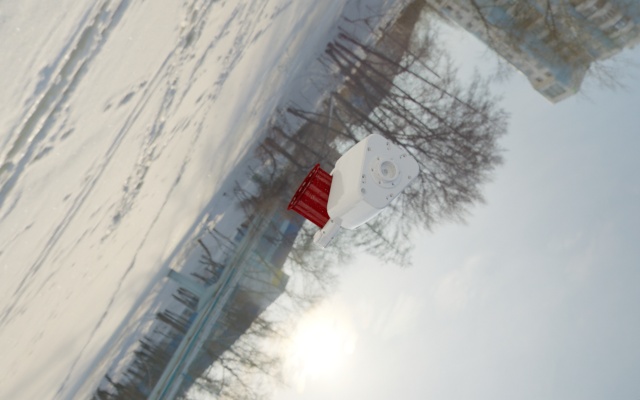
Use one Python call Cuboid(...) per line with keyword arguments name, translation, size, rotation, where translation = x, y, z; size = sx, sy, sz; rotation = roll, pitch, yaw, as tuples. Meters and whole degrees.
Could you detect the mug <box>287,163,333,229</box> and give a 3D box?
Cuboid(name="mug", translation=(0.000, 0.003, 0.796), size=(0.081, 0.093, 0.117), rotation=(34, -25, -8))
